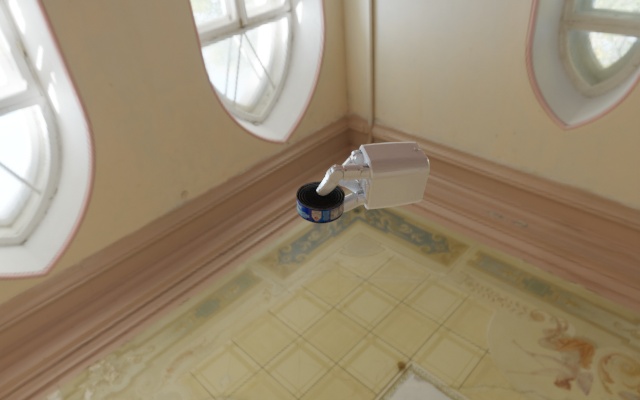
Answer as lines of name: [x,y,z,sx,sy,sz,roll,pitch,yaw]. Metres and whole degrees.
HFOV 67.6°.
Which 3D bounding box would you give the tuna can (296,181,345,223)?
tuna can: [0.000,0.003,0.847,0.086,0.034,0.086,1,35,-1]
